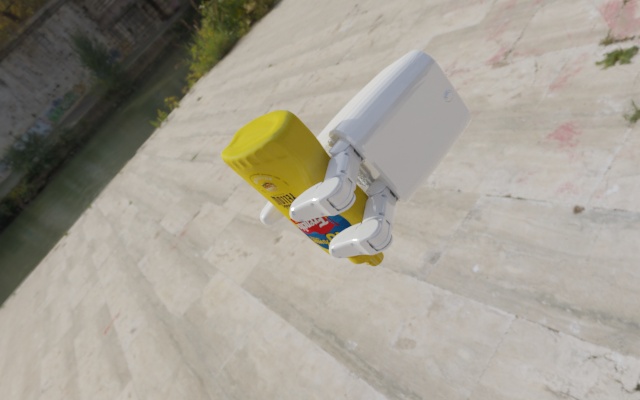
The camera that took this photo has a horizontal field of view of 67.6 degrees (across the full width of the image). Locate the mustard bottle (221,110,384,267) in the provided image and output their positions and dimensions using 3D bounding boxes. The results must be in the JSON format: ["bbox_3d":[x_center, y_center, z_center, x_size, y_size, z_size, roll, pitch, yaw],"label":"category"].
[{"bbox_3d":[0.000,0.002,0.457,0.096,0.058,0.192,-9,-46,49],"label":"mustard bottle"}]
